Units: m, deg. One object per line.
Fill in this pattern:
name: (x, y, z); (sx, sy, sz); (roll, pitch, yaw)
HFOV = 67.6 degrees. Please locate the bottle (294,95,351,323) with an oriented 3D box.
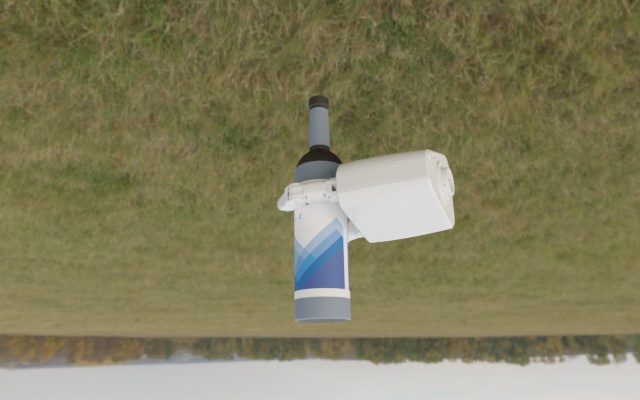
bottle: (0.000, 0.002, 0.609); (0.069, 0.295, 0.069); (-1, -18, 0)
